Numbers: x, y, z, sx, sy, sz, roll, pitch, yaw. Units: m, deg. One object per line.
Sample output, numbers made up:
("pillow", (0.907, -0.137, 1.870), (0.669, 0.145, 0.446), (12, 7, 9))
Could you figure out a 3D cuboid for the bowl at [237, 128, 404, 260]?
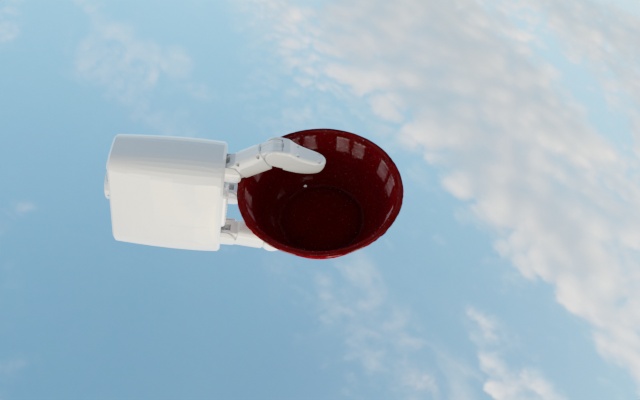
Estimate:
("bowl", (0.001, 0.002, 0.482), (0.162, 0.162, 0.055), (0, -38, 2))
